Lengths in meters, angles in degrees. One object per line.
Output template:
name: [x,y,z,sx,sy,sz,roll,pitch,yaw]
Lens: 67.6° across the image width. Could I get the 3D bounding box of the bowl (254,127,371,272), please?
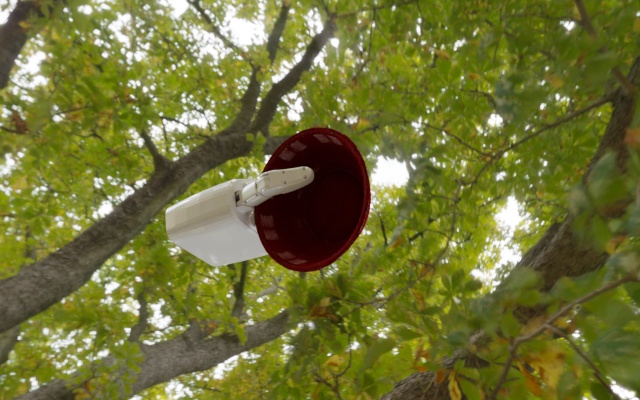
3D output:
bowl: [0.001,0.002,0.543,0.162,0.162,0.055,0,-10,38]
